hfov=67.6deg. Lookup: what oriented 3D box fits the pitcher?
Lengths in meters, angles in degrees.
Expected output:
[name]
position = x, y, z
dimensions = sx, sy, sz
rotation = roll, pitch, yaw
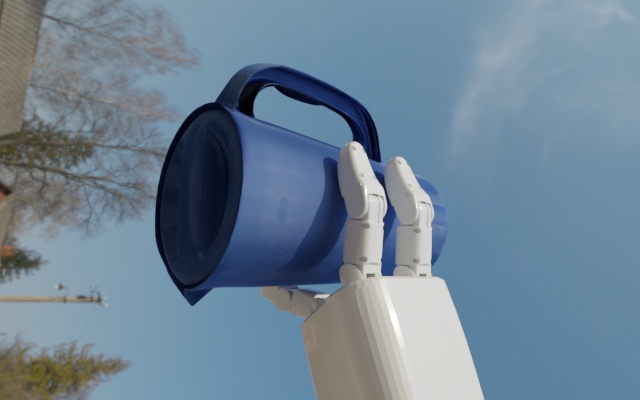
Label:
[pitcher]
position = 0.000, 0.002, 0.405
dimensions = 0.243, 0.145, 0.149
rotation = 9, -35, -40
